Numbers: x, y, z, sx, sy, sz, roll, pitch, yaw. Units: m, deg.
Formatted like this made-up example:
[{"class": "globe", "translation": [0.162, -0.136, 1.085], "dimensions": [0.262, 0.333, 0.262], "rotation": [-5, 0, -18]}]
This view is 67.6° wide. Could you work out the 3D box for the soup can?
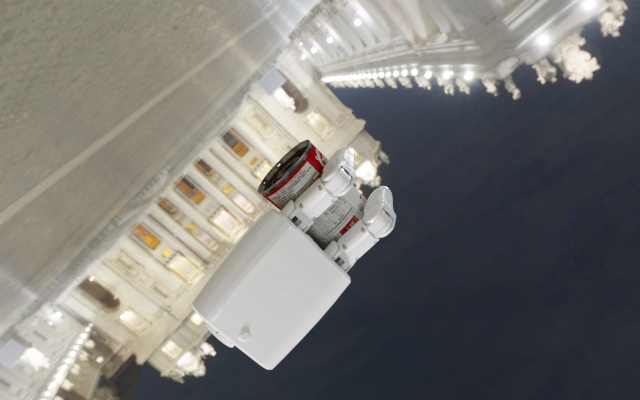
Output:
[{"class": "soup can", "translation": [0.001, 0.001, 0.456], "dimensions": [0.102, 0.068, 0.068], "rotation": [44, -16, -17]}]
